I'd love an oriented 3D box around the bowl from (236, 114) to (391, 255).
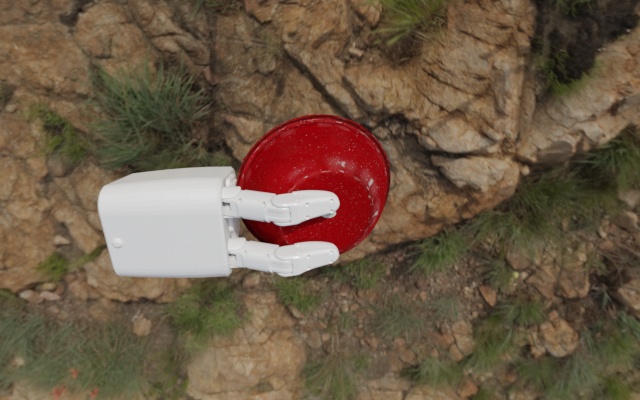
[{"bbox_3d":[0.001,0.001,0.466,0.162,0.162,0.055,0,28,-14],"label":"bowl"}]
